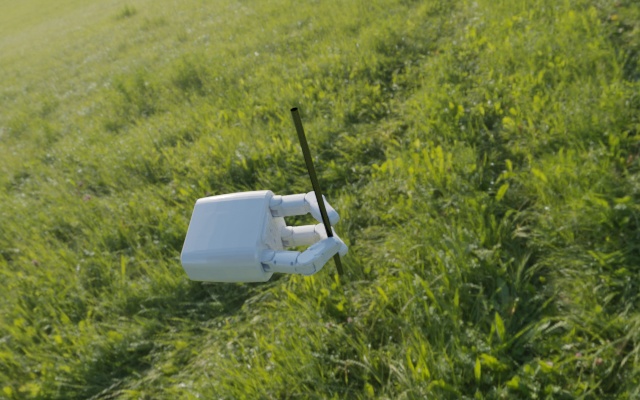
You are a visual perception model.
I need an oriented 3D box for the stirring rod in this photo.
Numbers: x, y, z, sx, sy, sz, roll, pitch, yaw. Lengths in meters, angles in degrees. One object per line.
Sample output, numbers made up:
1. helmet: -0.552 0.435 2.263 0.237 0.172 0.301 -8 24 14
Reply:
1. stirring rod: 0.000 0.002 0.547 0.011 0.240 0.011 -10 37 8
